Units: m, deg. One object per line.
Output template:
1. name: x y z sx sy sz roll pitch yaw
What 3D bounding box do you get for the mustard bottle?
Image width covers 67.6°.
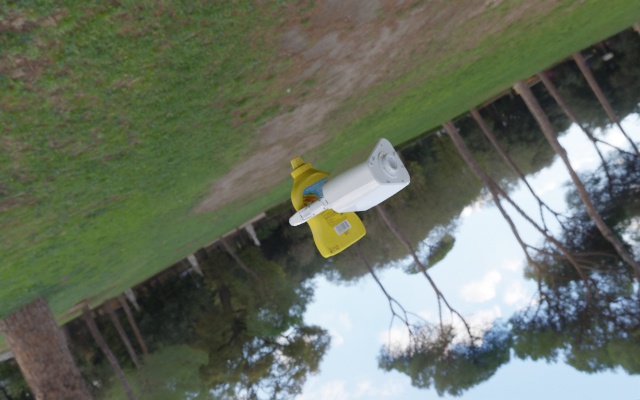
1. mustard bottle: 0.000 0.003 0.895 0.096 0.191 0.058 -30 -1 -26
